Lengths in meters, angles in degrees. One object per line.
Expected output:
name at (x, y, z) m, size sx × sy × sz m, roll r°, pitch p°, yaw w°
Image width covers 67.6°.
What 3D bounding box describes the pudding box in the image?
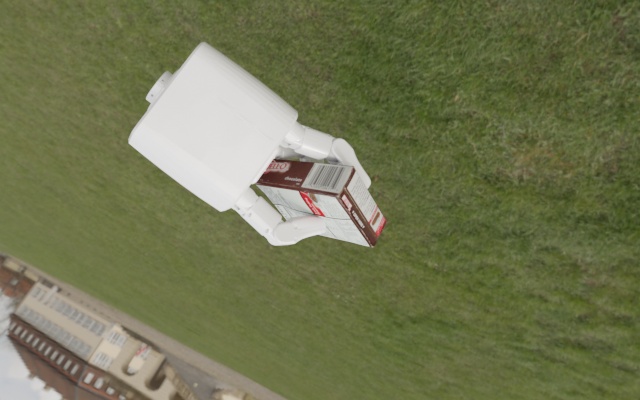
pudding box at (0.000, 0.002, 0.492) m, size 0.113 × 0.039 × 0.090 m, roll 11°, pitch -30°, yaw 39°
